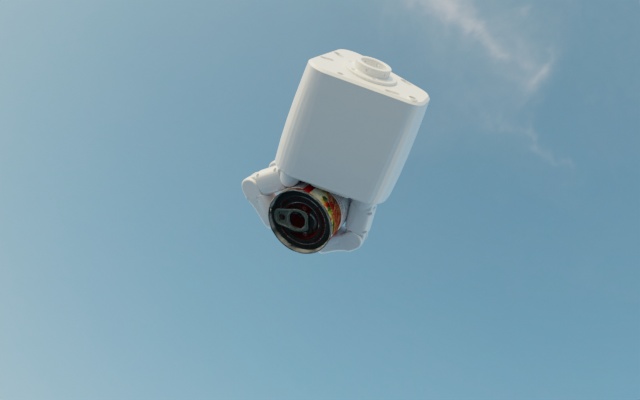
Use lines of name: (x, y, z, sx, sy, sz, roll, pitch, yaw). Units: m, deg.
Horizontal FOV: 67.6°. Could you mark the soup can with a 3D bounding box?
soup can: (0.000, 0.002, 0.497, 0.068, 0.068, 0.102, 0, 23, 27)
